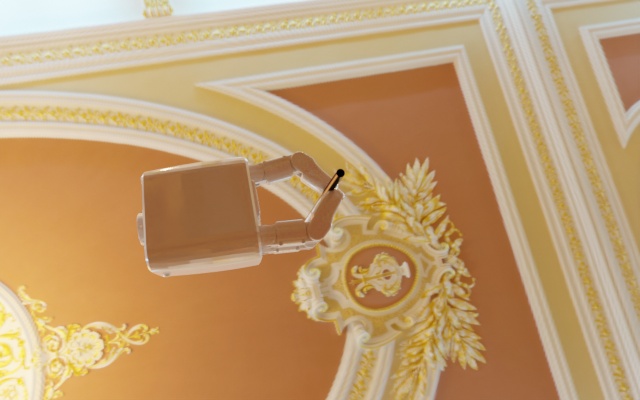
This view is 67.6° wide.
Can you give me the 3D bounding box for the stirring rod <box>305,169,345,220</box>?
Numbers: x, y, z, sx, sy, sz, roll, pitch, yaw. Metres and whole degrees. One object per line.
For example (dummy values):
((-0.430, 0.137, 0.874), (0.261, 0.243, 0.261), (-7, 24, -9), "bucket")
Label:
((0.000, 0.002, 0.547), (0.011, 0.011, 0.239), (0, -13, -9), "stirring rod")
